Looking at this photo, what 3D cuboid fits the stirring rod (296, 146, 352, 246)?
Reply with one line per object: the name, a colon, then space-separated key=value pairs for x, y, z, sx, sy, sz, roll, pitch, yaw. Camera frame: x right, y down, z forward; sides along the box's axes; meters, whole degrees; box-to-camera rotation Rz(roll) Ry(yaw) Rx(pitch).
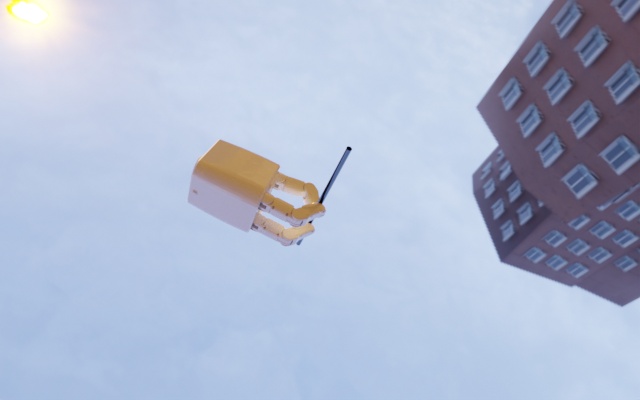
stirring rod: x=0.000 y=0.002 z=0.711 sx=0.011 sy=0.011 sz=0.240 roll=0 pitch=-35 yaw=-22
